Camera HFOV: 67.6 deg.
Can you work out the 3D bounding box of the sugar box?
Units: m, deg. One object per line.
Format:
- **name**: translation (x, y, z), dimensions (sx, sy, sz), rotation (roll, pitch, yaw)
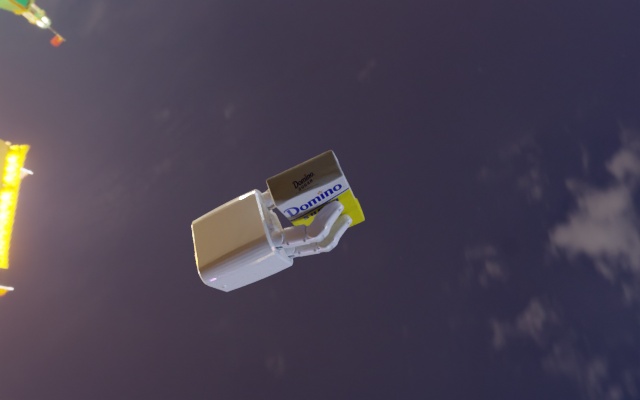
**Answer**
- **sugar box**: translation (0.000, 0.003, 0.655), dimensions (0.093, 0.048, 0.176), rotation (-25, -22, 5)
